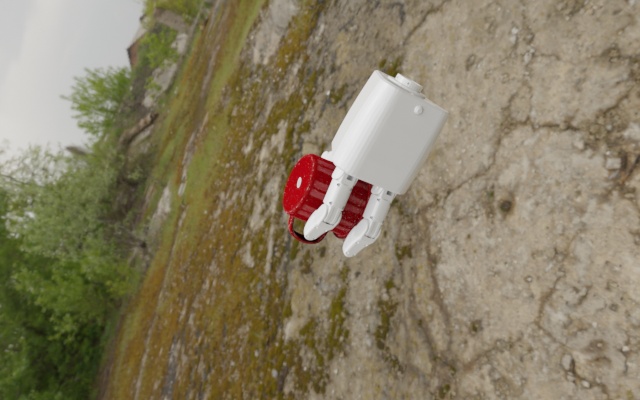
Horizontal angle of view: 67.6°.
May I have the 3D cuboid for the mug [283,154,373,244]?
[{"bbox_3d":[-0.001,0.003,0.602,0.081,0.117,0.093,21,20,-23],"label":"mug"}]
